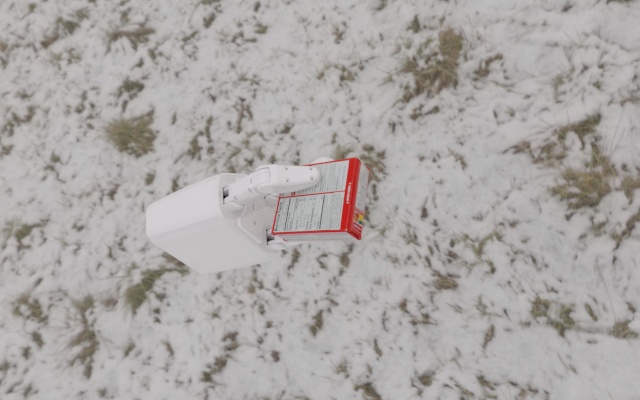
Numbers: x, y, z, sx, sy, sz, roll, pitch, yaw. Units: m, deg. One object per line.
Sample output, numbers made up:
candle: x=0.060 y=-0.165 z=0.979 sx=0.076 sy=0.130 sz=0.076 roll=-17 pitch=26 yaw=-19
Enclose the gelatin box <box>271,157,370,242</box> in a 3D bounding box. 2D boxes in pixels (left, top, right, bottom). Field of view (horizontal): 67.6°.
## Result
gelatin box: x=0.000 y=0.001 z=0.461 sx=0.089 sy=0.073 sz=0.030 roll=-6 pitch=-25 yaw=34
